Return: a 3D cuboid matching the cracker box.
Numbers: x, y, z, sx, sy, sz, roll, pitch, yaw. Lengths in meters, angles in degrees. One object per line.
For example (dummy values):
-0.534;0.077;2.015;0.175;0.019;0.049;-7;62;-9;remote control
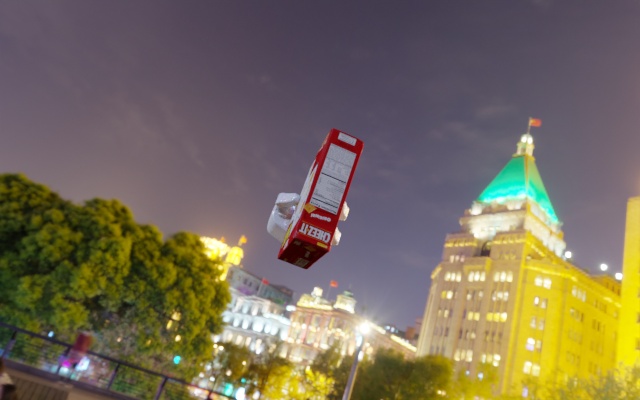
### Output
0.000;0.003;0.860;0.072;0.213;0.164;21;-22;-6;cracker box
